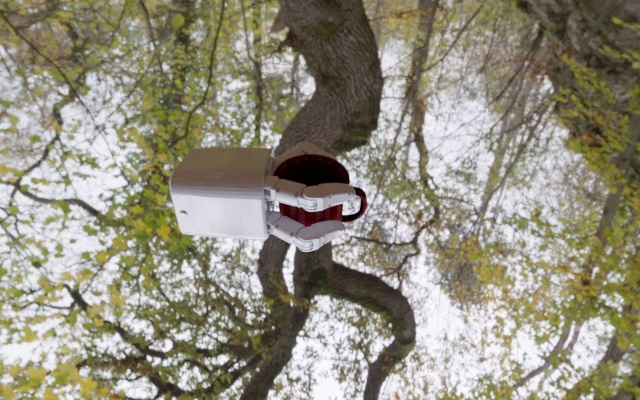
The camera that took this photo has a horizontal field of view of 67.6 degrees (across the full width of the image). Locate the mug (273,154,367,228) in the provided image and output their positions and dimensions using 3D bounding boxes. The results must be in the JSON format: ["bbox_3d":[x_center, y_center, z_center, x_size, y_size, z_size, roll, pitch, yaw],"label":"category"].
[{"bbox_3d":[0.002,0.002,0.602,0.117,0.082,0.093,3,42,1],"label":"mug"}]
